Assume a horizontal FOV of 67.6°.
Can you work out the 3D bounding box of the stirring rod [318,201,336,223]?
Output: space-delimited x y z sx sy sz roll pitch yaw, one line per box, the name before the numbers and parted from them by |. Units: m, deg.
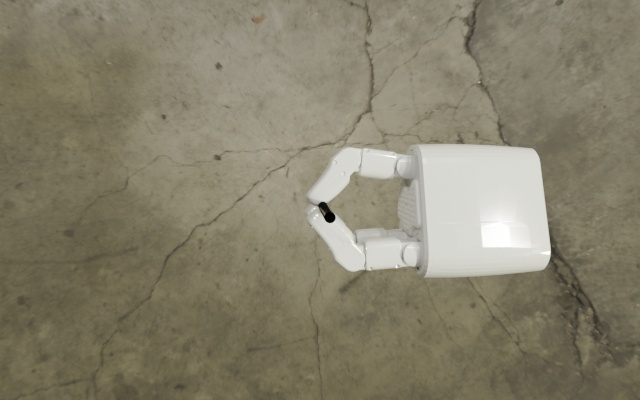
stirring rod | 0.000 0.001 0.446 0.011 0.011 0.239 0 5 -3
